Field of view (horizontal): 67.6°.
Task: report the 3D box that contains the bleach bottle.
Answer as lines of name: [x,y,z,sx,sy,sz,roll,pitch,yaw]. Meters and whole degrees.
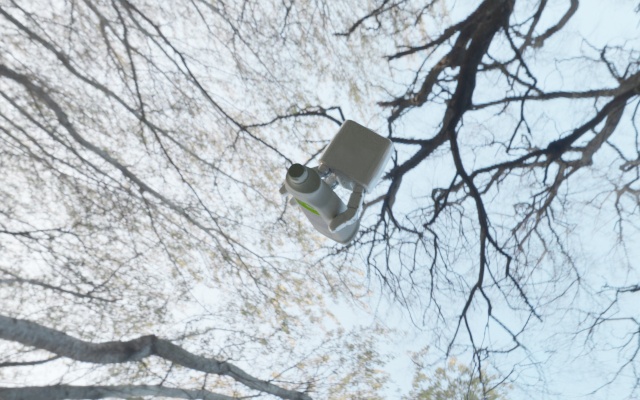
bleach bottle: [0.000,0.003,0.895,0.102,0.068,0.251,25,-14,25]
